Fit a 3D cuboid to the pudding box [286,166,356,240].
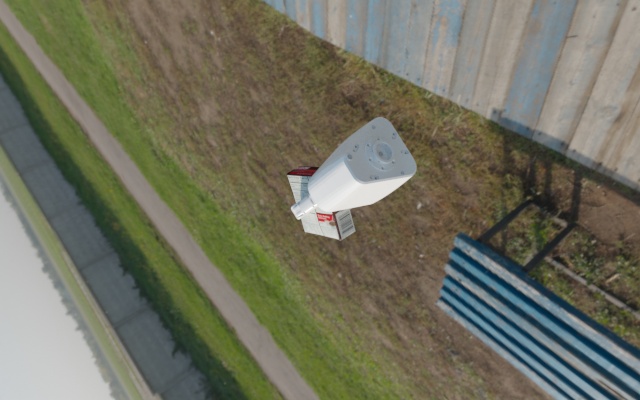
[{"bbox_3d":[0.000,0.003,0.758,0.039,0.113,0.090,-30,24,-35],"label":"pudding box"}]
